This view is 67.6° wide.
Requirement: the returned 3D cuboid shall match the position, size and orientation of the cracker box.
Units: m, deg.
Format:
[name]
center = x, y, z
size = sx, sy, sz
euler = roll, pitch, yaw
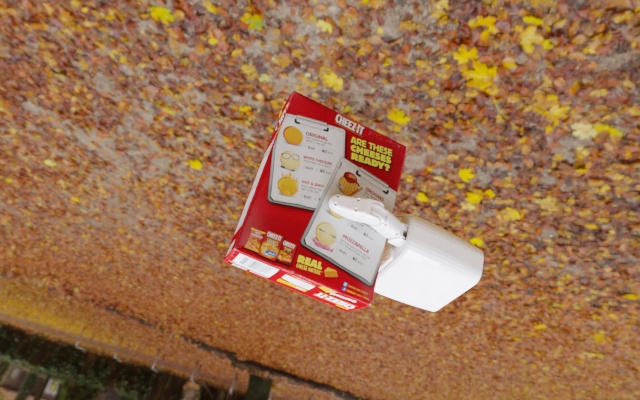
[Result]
[cracker box]
center = 0.000, 0.002, 0.567
size = 0.164, 0.213, 0.072
euler = 24, -28, -14
